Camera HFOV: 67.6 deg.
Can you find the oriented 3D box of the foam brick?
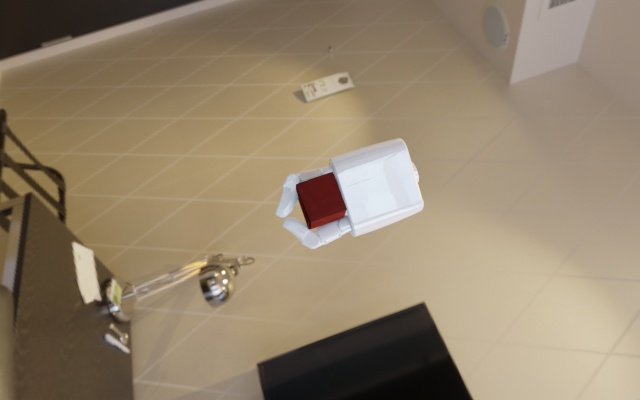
[{"bbox_3d":[0.000,0.002,0.624,0.051,0.053,0.078,-19,-9,-4],"label":"foam brick"}]
